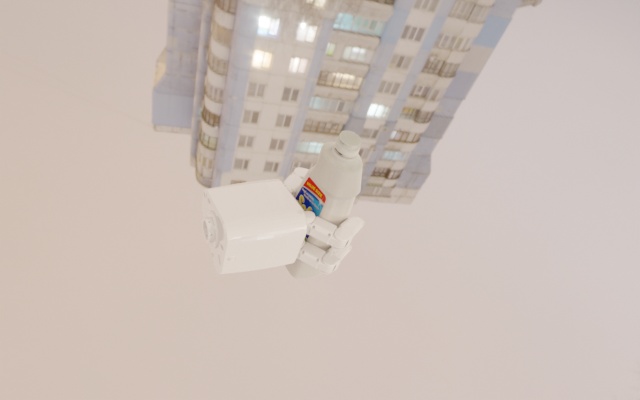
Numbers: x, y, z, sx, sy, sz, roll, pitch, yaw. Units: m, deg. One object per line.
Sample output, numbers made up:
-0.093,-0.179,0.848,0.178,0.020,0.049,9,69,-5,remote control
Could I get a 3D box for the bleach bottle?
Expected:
0.000,0.002,0.664,0.068,0.102,0.251,-7,-39,-26,bleach bottle
